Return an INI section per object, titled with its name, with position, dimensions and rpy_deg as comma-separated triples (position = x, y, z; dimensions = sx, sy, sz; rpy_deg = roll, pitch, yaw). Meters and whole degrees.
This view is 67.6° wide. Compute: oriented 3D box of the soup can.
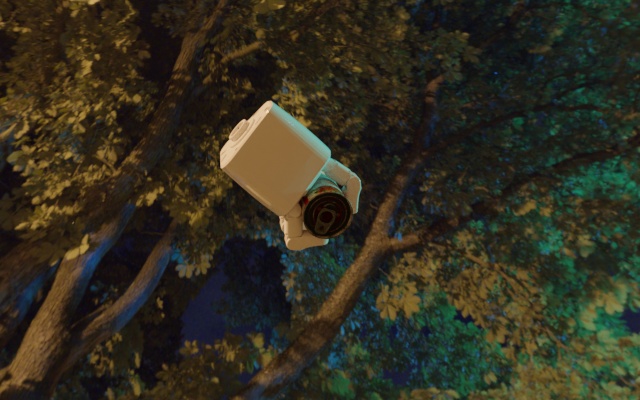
[soup can]
position = 0.000, 0.002, 0.674
dimensions = 0.068, 0.068, 0.102
rpy_deg = 0, 21, -12
